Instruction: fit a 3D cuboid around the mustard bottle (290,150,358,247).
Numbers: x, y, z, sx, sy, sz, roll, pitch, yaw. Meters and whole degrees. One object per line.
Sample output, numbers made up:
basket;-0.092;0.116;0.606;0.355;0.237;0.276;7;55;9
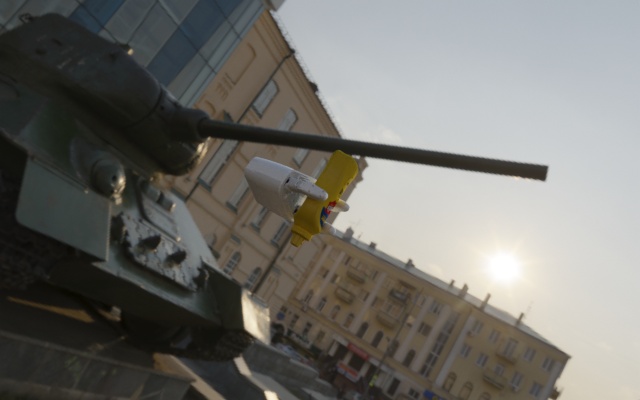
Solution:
mustard bottle;0.001;0.003;0.900;0.058;0.191;0.096;30;-13;11
